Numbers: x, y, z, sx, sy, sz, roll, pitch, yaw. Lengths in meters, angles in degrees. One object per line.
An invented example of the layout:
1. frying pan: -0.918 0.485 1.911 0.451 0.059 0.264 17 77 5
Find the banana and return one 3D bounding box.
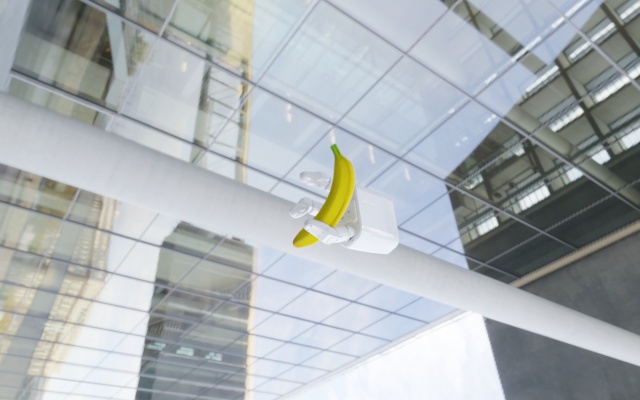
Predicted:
1. banana: 0.012 0.008 0.808 0.037 0.198 0.069 8 22 -45
